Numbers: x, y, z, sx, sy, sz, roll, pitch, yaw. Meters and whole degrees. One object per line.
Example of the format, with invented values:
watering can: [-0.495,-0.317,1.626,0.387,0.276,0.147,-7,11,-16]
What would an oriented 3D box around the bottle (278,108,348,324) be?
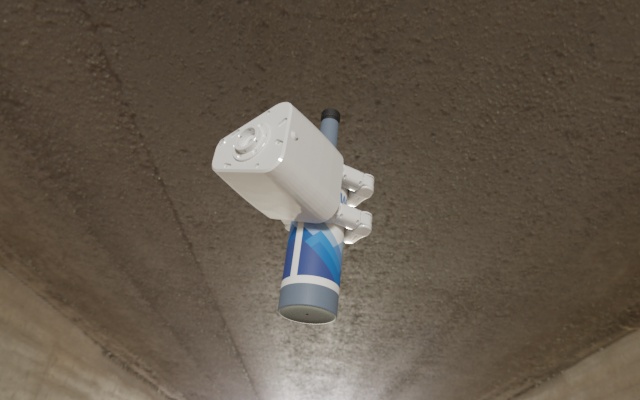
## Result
bottle: [0.000,0.002,0.604,0.069,0.295,0.069,5,-31,3]
